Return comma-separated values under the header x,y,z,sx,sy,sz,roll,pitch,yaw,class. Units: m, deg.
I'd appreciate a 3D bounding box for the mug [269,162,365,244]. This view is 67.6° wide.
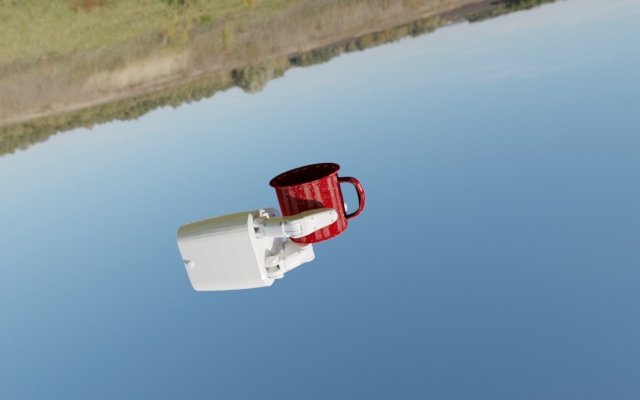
x,y,z,sx,sy,sz,roll,pitch,yaw,class
0.002,0.002,0.612,0.117,0.081,0.093,-9,18,16,mug
